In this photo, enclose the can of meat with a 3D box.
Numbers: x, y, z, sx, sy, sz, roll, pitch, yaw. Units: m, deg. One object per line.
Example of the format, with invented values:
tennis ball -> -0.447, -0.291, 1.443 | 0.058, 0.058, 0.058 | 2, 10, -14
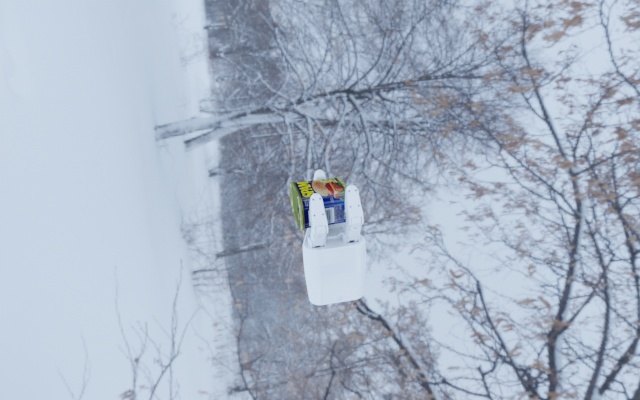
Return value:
can of meat -> 0.000, 0.002, 0.755 | 0.084, 0.057, 0.102 | -7, 22, -9
